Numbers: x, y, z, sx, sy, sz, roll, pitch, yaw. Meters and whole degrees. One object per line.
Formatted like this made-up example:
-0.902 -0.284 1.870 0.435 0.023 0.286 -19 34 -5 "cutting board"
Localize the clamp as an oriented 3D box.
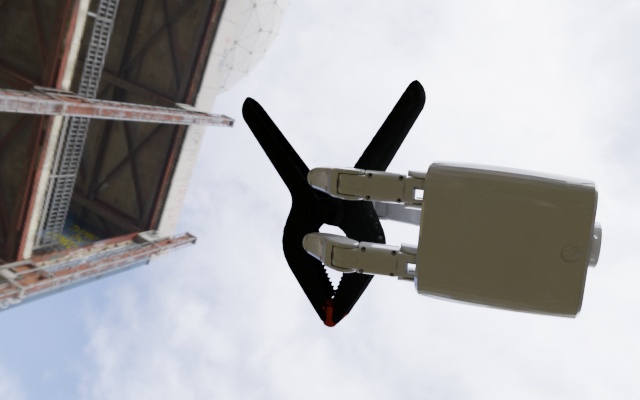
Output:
0.001 0.002 0.415 0.164 0.210 0.036 8 9 24 "clamp"
